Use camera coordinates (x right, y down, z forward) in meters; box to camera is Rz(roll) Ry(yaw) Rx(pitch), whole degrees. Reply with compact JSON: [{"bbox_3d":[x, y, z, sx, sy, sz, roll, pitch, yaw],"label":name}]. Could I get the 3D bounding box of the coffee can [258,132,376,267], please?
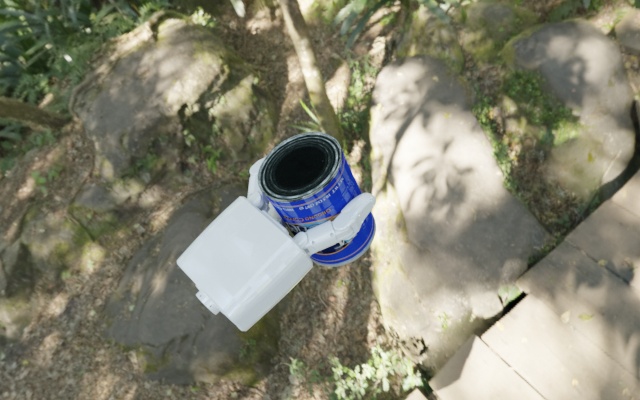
[{"bbox_3d":[0.000,0.002,0.582,0.103,0.102,0.140,0,-37,26],"label":"coffee can"}]
